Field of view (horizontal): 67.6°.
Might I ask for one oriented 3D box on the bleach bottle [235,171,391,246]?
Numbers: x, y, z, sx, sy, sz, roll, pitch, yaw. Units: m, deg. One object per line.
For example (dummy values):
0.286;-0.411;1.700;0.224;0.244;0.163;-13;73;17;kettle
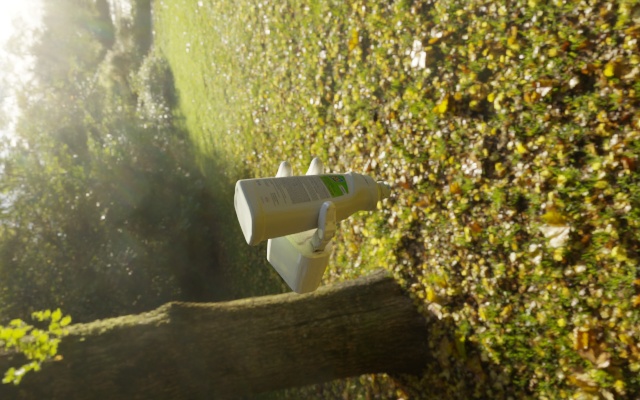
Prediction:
0.000;0.002;0.746;0.251;0.068;0.102;-7;46;-23;bleach bottle
